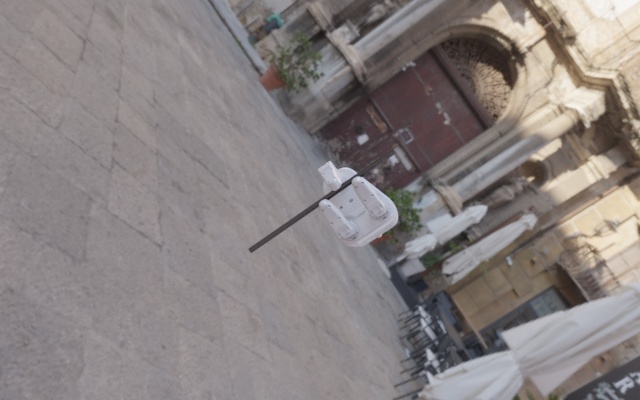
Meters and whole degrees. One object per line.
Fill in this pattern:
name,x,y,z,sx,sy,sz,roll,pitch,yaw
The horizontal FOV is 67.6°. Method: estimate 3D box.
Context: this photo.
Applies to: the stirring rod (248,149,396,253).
stirring rod,0.000,0.002,0.650,0.239,0.011,0.011,-35,-5,7
